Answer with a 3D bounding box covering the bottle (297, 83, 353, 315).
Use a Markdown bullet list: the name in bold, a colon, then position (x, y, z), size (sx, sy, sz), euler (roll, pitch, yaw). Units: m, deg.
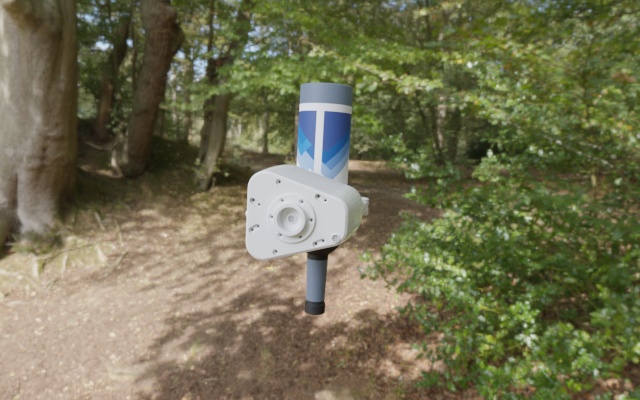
- **bottle**: position (0.000, 0.002, 0.619), size (0.069, 0.296, 0.069), euler (3, 6, 0)
